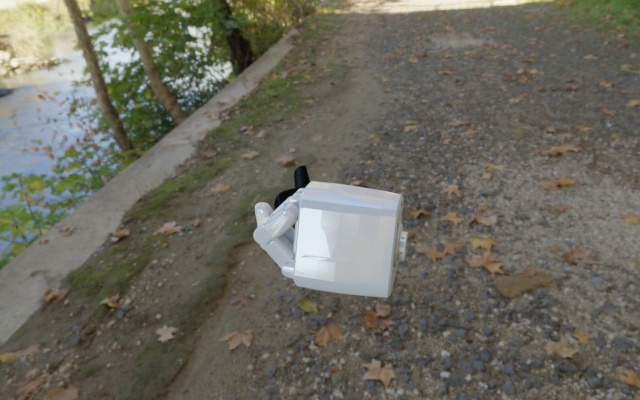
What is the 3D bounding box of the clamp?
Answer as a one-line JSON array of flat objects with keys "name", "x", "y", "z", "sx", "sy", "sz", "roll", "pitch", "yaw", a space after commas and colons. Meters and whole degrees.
[{"name": "clamp", "x": 0.000, "y": 0.002, "z": 0.640, "sx": 0.120, "sy": 0.039, "sz": 0.171, "roll": 10, "pitch": 29, "yaw": 12}]
